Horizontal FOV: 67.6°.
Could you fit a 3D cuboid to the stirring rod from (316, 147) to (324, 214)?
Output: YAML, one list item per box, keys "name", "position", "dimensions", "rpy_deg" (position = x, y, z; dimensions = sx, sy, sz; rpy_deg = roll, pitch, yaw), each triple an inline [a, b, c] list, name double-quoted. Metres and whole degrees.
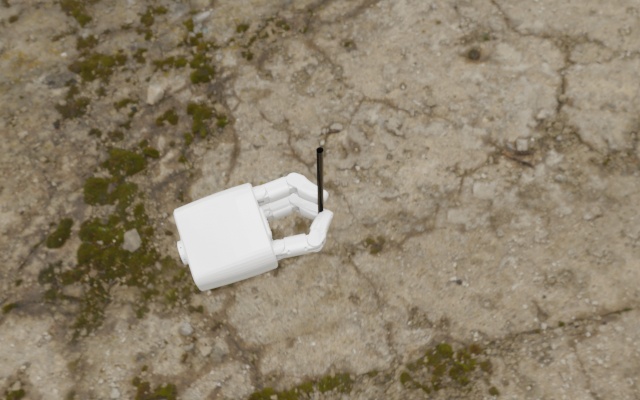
- name: "stirring rod"
  position: [0.000, 0.002, 0.625]
  dimensions: [0.011, 0.011, 0.240]
  rpy_deg: [0, -28, 0]
